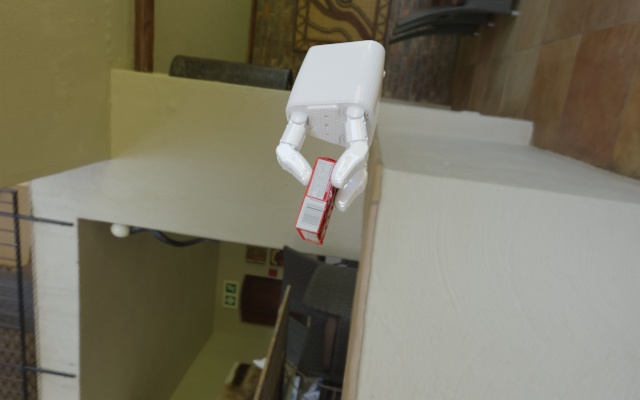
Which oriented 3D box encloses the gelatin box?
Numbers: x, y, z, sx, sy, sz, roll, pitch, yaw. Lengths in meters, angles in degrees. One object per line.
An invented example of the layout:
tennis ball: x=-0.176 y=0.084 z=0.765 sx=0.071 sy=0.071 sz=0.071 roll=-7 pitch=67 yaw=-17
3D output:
gelatin box: x=0.000 y=0.002 z=0.563 sx=0.030 sy=0.089 sz=0.073 roll=16 pitch=-14 yaw=8
